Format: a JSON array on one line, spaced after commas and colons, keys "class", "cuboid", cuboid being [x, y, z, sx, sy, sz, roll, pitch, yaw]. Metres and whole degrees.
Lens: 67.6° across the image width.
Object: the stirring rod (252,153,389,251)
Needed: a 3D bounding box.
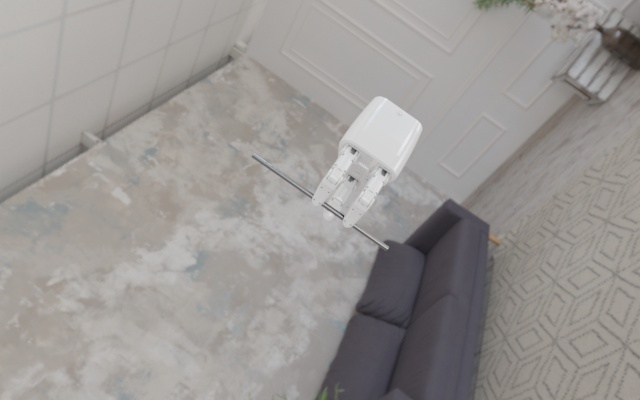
[{"class": "stirring rod", "cuboid": [0.000, 0.002, 0.700, 0.239, 0.011, 0.011, 35, -1, -1]}]
